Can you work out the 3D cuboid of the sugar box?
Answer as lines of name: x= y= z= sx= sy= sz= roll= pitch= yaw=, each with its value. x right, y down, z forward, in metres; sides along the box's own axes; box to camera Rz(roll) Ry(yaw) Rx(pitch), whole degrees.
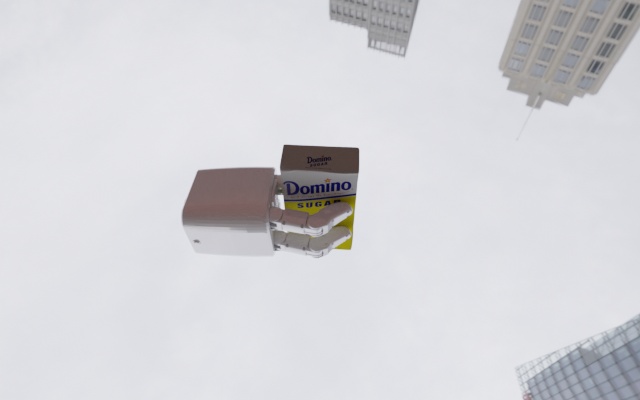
sugar box: x=0.000 y=0.003 z=0.619 sx=0.093 sy=0.048 sz=0.176 roll=2 pitch=-33 yaw=3
